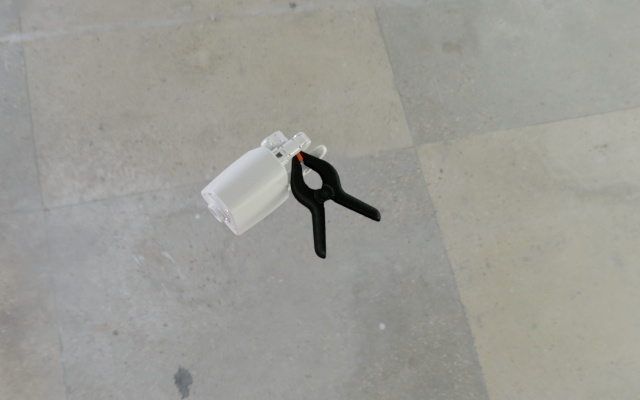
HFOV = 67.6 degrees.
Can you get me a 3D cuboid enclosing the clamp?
[{"bbox_3d":[0.000,0.002,0.746,0.120,0.171,0.039,-42,-3,-20],"label":"clamp"}]
